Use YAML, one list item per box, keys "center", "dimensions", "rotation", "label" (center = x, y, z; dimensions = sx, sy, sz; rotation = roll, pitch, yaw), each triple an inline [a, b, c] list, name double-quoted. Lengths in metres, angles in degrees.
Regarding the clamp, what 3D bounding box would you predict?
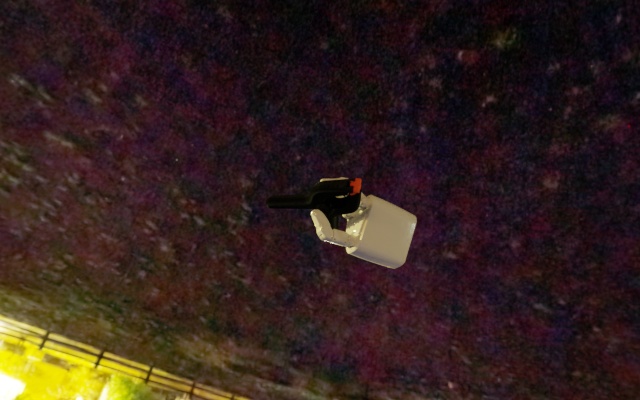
- center: [0.000, 0.004, 0.886]
  dimensions: [0.164, 0.036, 0.210]
  rotation: [21, -29, -18]
  label: "clamp"
